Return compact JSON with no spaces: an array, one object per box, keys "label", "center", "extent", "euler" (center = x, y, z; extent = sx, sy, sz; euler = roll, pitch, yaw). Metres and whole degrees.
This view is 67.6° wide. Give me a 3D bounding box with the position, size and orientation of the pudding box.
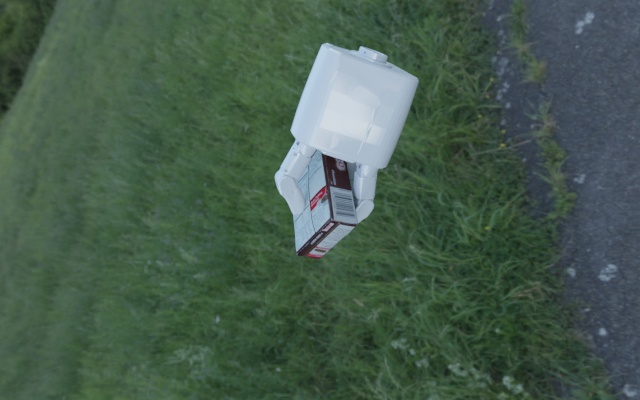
[{"label":"pudding box","center":[0.000,0.002,0.589],"extent":[0.039,0.113,0.090],"euler":[13,-39,-26]}]
